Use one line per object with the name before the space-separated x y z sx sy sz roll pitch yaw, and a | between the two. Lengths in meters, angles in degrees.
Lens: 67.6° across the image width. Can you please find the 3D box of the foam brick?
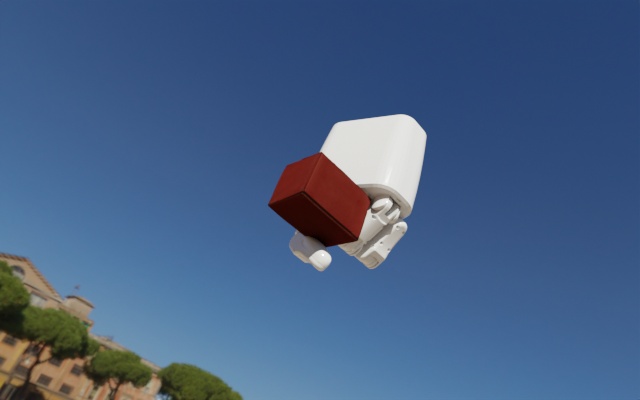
foam brick | 0.000 0.001 0.454 0.053 0.051 0.078 -16 -48 44
